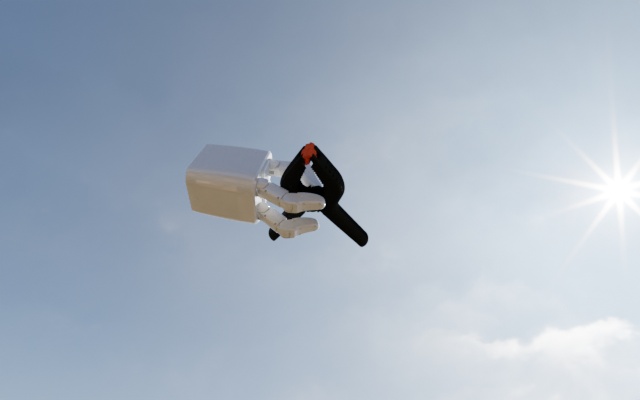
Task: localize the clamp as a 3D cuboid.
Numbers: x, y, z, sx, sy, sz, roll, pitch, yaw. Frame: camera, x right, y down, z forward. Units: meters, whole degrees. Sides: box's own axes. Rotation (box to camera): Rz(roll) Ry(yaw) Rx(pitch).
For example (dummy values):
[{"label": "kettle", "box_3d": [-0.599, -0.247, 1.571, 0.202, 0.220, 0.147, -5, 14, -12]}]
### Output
[{"label": "clamp", "box_3d": [0.000, 0.001, 0.722, 0.164, 0.036, 0.210, 7, -42, 2]}]
